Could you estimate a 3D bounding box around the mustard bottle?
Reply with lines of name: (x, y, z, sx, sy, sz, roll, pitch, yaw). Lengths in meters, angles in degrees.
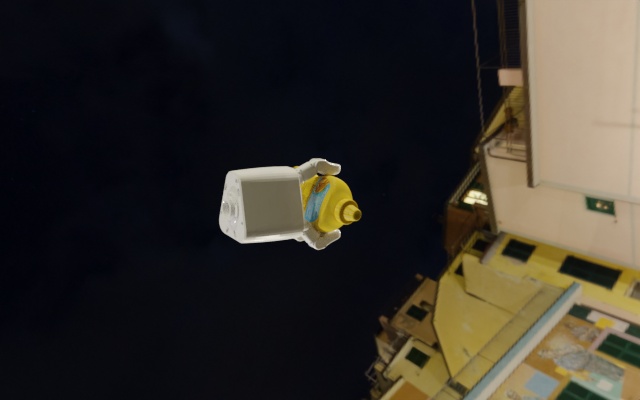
mustard bottle: (0.000, 0.003, 0.819, 0.058, 0.096, 0.191, 25, -3, -39)
